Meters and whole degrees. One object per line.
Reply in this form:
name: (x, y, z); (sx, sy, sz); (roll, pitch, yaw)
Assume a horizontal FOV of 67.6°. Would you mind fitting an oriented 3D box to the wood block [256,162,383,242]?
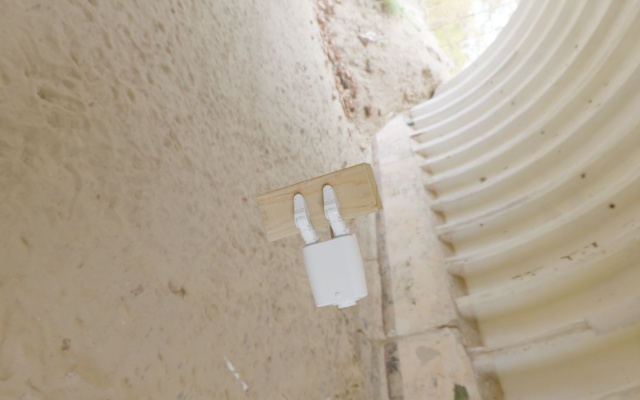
wood block: (0.000, 0.003, 0.874); (0.206, 0.090, 0.091); (-16, -2, 13)
